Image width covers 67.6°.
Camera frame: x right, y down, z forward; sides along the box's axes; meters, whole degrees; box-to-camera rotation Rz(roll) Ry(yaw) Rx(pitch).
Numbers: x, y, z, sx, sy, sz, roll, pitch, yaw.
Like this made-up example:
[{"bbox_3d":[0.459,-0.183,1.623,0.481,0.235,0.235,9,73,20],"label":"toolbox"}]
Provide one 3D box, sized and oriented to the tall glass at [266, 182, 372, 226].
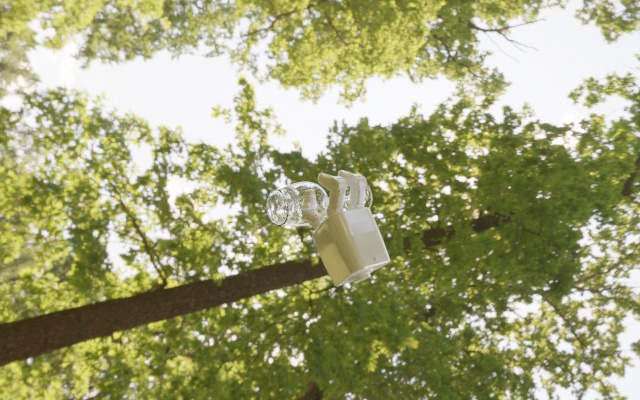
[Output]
[{"bbox_3d":[0.001,0.003,0.865,0.201,0.079,0.079,-7,5,-42],"label":"tall glass"}]
